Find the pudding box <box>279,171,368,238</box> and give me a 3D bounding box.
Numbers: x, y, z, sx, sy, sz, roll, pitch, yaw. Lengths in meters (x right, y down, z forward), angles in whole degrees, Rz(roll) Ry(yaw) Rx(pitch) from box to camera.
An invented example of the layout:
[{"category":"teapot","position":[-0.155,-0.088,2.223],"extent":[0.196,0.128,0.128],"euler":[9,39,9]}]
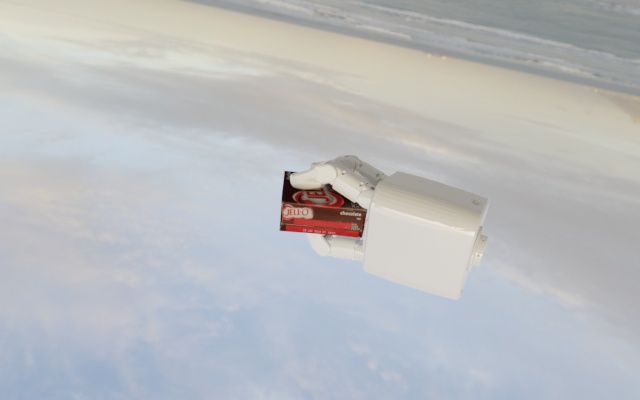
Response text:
[{"category":"pudding box","position":[0.000,0.002,0.541],"extent":[0.090,0.039,0.113],"euler":[6,18,-5]}]
